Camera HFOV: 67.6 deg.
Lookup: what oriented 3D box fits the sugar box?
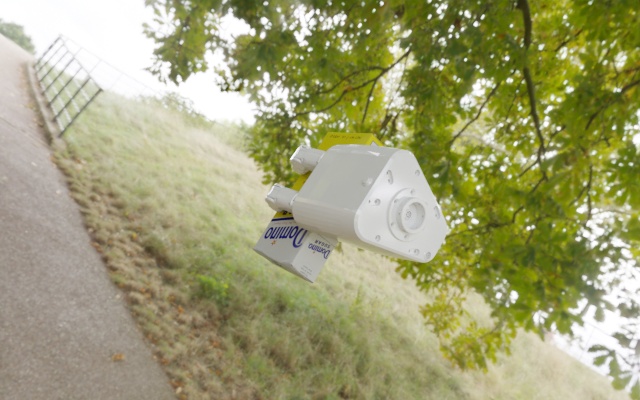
[{"bbox_3d":[0.000,0.001,0.559,0.048,0.176,0.093,42,-17,-31],"label":"sugar box"}]
